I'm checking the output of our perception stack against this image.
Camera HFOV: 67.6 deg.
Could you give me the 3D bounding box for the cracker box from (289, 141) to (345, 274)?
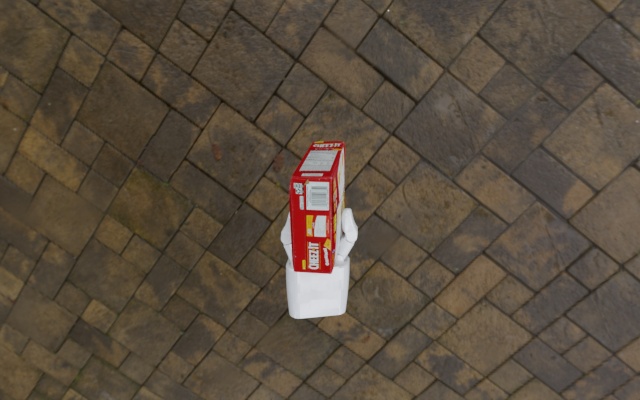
[{"bbox_3d":[0.000,0.003,0.823,0.072,0.164,0.213,2,22,7],"label":"cracker box"}]
